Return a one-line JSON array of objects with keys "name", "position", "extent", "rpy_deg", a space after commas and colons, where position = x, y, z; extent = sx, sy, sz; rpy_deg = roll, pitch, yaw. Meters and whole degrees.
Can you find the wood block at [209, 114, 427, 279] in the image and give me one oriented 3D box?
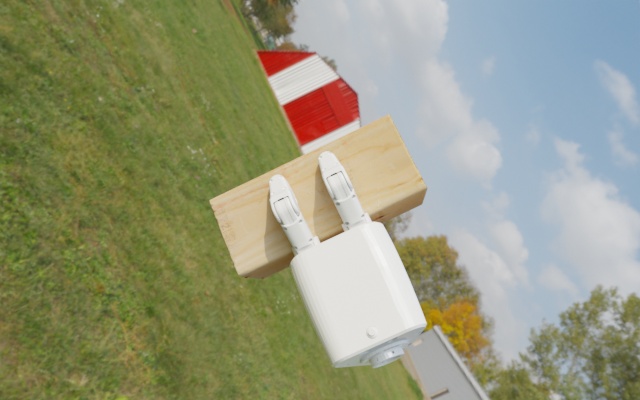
[{"name": "wood block", "position": [0.000, 0.002, 0.522], "extent": [0.206, 0.090, 0.091], "rpy_deg": [-25, -14, 3]}]
